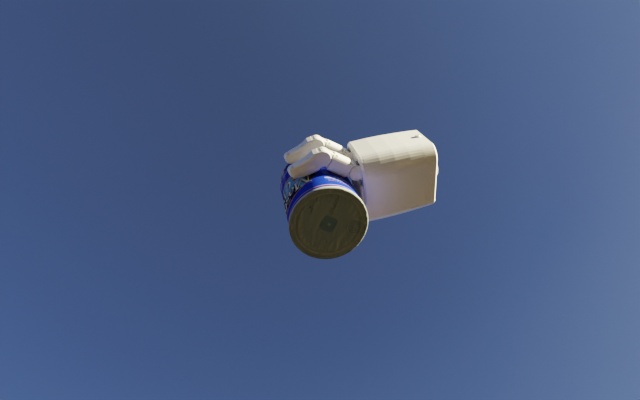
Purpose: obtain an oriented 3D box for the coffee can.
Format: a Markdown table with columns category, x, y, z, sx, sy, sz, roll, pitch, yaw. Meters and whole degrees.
| category | x | y | z | sx | sy | sz | roll | pitch | yaw |
| --- | --- | --- | --- | --- | --- | --- | --- | --- | --- |
| coffee can | 0.000 | 0.002 | 0.667 | 0.103 | 0.103 | 0.140 | 0 | 25 | -10 |
